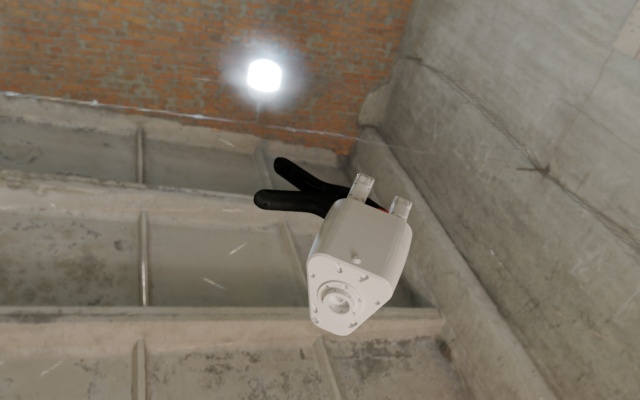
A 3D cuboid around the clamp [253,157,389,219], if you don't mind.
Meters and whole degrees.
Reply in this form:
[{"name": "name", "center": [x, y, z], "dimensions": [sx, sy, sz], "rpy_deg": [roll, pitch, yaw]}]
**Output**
[{"name": "clamp", "center": [0.000, 0.002, 0.601], "dimensions": [0.171, 0.039, 0.120], "rpy_deg": [22, 35, 7]}]
